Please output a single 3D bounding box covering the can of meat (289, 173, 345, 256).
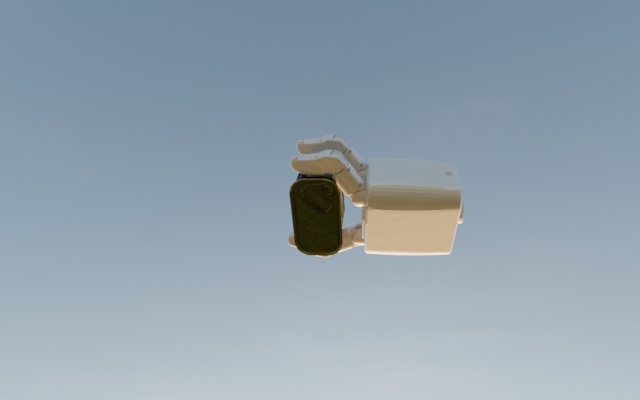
[{"bbox_3d":[0.000,0.002,0.585,0.057,0.102,0.084,-1,28,8],"label":"can of meat"}]
